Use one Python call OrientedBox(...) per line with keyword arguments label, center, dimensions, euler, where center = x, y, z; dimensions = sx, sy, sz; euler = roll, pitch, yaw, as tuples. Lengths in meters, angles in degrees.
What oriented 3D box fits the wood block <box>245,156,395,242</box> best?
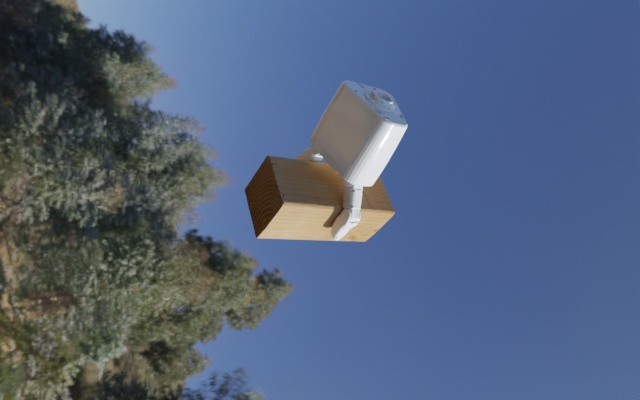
OrientedBox(label="wood block", center=(0.001, 0.002, 0.742), dimensions=(0.206, 0.090, 0.090), euler=(5, -38, -34))
